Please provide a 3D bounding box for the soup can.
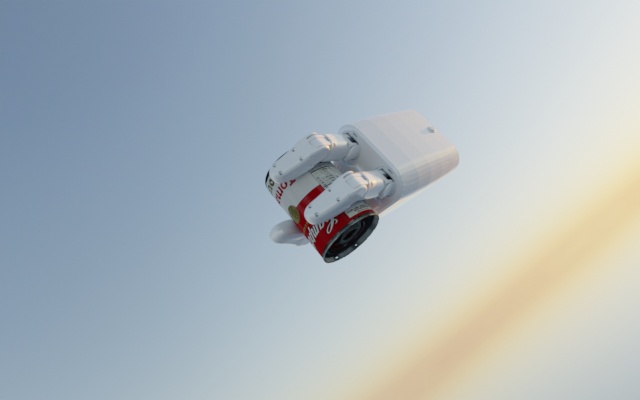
[{"bbox_3d":[-0.001,0.002,0.473,0.068,0.102,0.068,-33,-24,-17],"label":"soup can"}]
